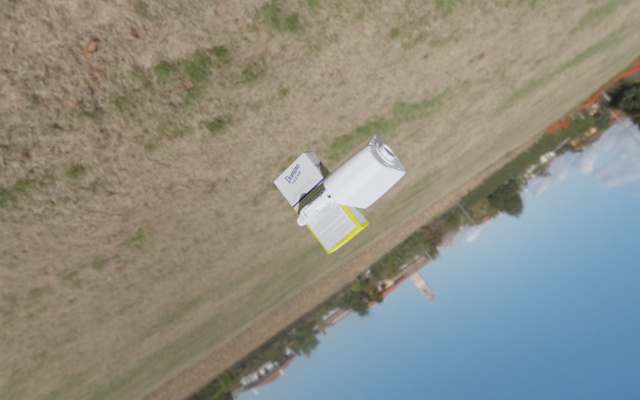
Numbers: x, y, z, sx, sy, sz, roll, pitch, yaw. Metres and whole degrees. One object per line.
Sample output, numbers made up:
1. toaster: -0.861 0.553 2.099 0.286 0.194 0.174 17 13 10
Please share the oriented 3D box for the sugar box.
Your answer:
1. sugar box: 0.001 0.003 0.897 0.093 0.176 0.048 -41 -11 27
